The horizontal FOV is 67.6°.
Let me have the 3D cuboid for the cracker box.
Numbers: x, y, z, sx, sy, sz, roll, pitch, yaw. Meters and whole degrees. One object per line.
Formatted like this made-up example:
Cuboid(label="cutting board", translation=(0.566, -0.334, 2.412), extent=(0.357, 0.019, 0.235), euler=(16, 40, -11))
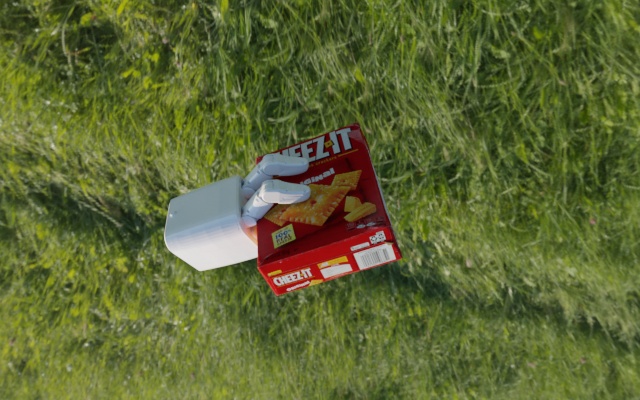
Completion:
Cuboid(label="cracker box", translation=(0.000, 0.002, 0.633), extent=(0.164, 0.213, 0.072), euler=(-18, -47, 8))
